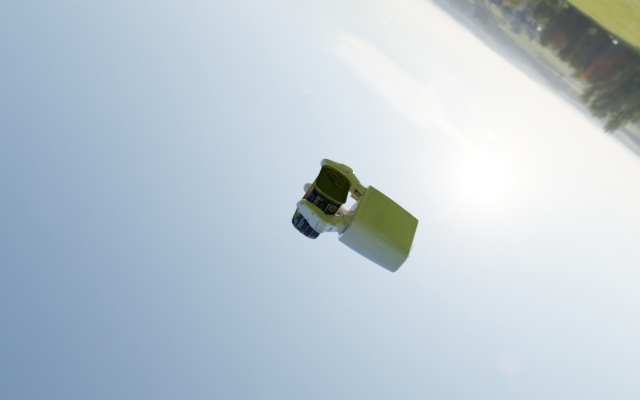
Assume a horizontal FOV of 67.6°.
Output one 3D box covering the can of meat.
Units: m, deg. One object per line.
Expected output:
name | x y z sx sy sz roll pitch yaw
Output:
can of meat | 0.000 0.003 0.774 0.057 0.084 0.102 32 27 -6
